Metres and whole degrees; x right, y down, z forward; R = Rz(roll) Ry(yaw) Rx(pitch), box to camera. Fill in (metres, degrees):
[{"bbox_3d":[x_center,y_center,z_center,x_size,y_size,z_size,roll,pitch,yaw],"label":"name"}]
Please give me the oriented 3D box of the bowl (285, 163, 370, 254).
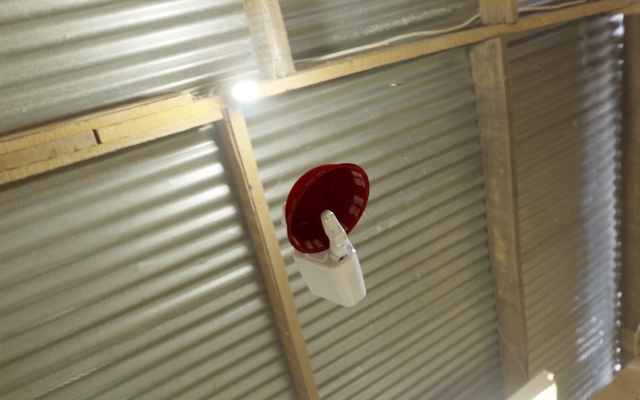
[{"bbox_3d":[0.000,0.001,0.750,0.162,0.162,0.055,0,30,-44],"label":"bowl"}]
